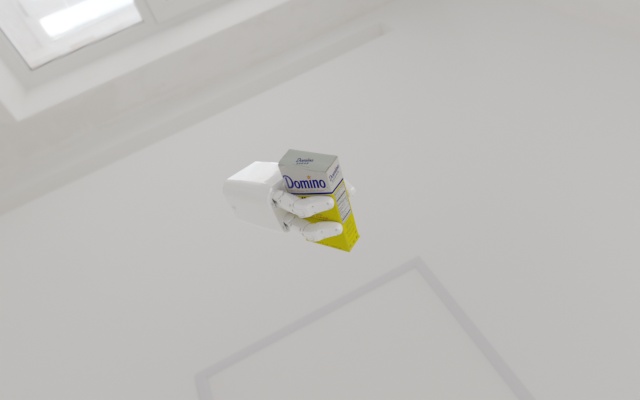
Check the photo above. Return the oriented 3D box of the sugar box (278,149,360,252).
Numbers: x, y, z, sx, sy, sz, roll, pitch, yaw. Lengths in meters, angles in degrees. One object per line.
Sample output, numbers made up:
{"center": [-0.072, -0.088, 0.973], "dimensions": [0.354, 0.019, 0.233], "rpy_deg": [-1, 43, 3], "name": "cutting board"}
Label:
{"center": [0.000, 0.003, 0.772], "dimensions": [0.093, 0.176, 0.048], "rpy_deg": [11, 50, 32], "name": "sugar box"}
